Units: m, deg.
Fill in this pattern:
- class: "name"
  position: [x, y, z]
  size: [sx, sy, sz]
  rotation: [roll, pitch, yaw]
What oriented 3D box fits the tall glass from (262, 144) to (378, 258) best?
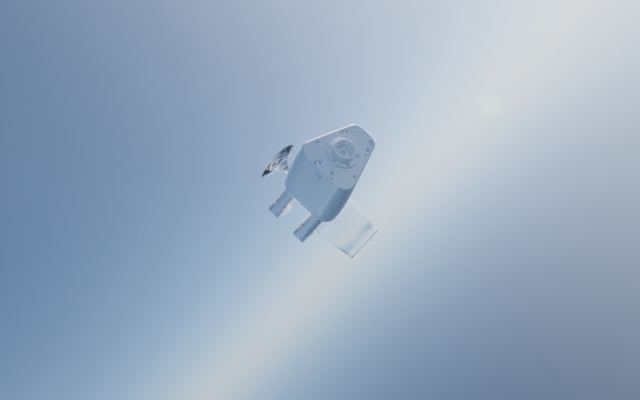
- class: "tall glass"
  position: [0.000, 0.002, 0.781]
  size: [0.201, 0.079, 0.079]
  rotation: [44, 6, 6]
